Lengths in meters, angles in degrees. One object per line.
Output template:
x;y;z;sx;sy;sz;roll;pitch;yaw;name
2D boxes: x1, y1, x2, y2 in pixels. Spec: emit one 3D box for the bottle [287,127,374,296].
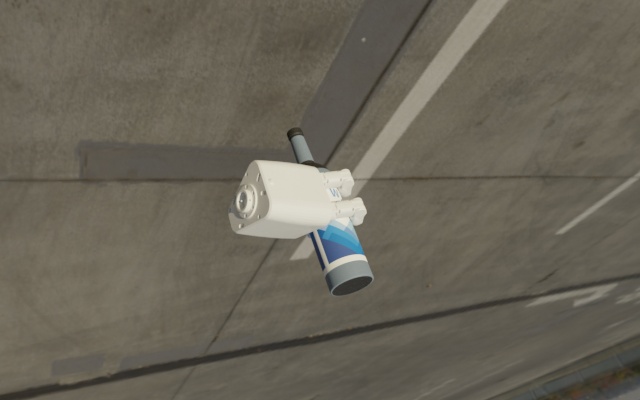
0.000;0.003;0.756;0.069;0.295;0.069;-16;-29;-9;bottle
